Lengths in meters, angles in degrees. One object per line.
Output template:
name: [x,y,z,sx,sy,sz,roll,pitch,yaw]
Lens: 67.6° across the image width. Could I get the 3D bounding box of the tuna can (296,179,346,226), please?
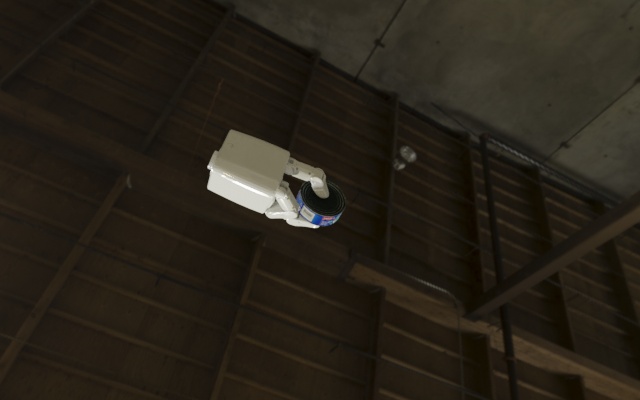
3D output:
tuna can: [0.000,0.003,0.845,0.086,0.086,0.034,0,-37,-25]
